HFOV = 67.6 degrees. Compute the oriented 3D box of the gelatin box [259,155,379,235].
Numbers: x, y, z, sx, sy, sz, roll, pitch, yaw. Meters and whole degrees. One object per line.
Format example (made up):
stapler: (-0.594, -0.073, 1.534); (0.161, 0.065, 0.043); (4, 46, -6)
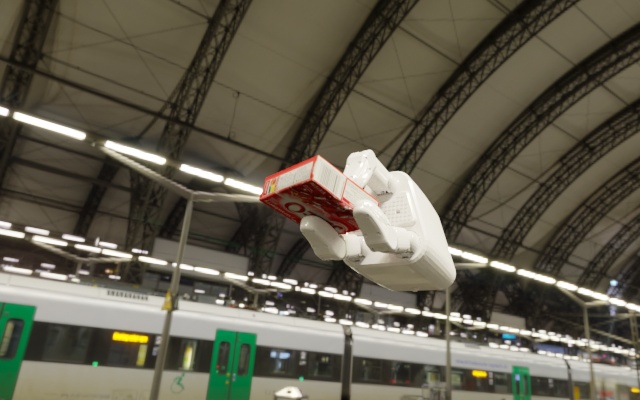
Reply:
gelatin box: (0.000, 0.001, 0.449); (0.073, 0.030, 0.089); (-18, -42, 42)
